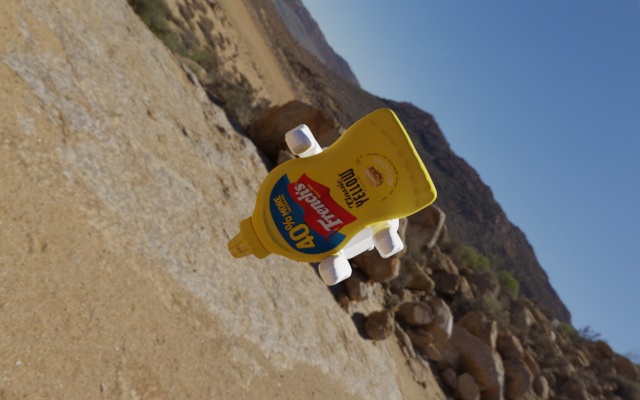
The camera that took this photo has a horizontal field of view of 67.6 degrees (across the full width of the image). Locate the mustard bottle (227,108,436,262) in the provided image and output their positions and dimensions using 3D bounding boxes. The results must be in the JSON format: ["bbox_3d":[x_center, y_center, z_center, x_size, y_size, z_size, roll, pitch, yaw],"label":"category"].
[{"bbox_3d":[0.000,0.001,0.438,0.191,0.096,0.058,-29,8,7],"label":"mustard bottle"}]
